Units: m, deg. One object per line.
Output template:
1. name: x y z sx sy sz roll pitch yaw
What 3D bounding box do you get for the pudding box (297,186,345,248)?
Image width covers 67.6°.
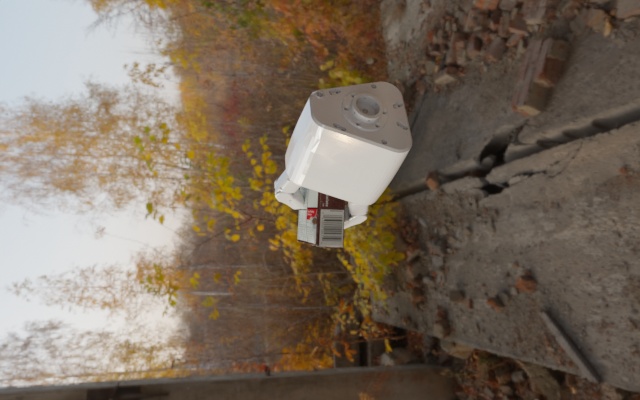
1. pudding box: 0.000 0.002 0.616 0.039 0.113 0.090 4 -2 -17
